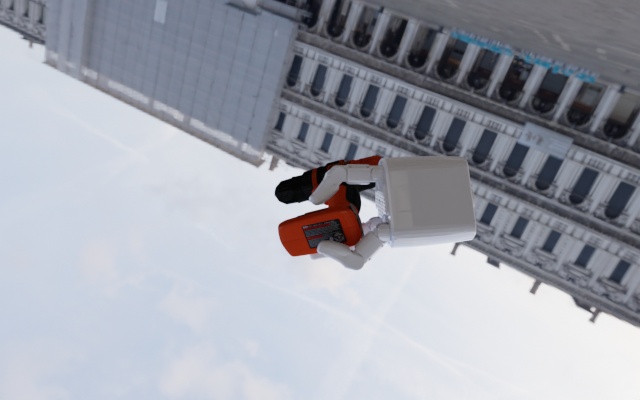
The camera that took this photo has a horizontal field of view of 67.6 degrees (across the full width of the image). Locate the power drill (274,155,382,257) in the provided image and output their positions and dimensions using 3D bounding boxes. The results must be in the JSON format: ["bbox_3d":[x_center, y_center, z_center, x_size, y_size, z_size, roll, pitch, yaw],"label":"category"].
[{"bbox_3d":[0.000,0.002,0.679,0.184,0.057,0.187,-15,26,20],"label":"power drill"}]
